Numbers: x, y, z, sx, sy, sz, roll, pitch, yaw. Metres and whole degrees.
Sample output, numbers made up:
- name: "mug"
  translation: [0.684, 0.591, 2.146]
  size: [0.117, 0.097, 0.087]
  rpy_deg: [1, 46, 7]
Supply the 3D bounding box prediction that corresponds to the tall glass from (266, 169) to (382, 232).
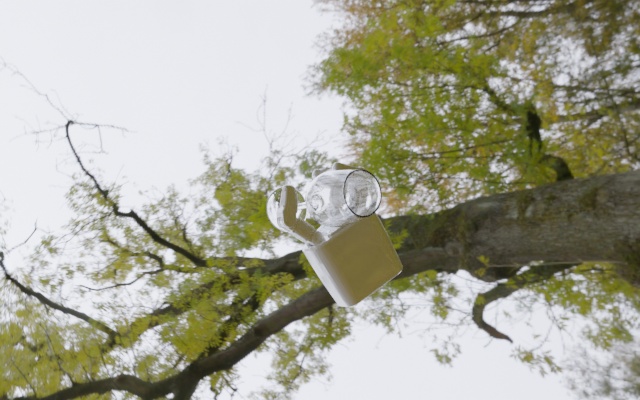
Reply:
- name: "tall glass"
  translation: [0.000, 0.002, 0.683]
  size: [0.079, 0.079, 0.201]
  rpy_deg: [0, -7, -33]
